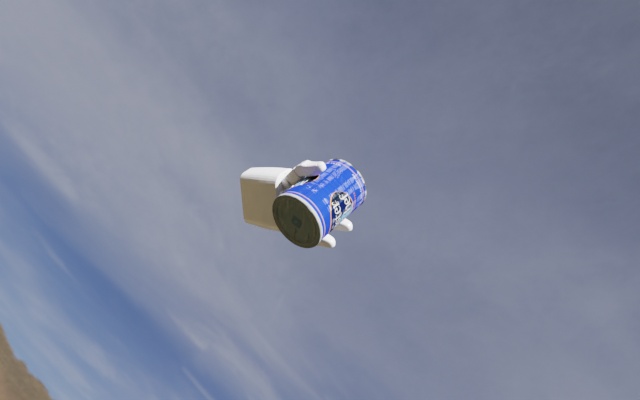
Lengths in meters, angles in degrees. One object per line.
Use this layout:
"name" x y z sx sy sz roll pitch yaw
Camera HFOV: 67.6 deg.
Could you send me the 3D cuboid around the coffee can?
"coffee can" 0.000 0.003 0.830 0.103 0.103 0.140 0 29 43
